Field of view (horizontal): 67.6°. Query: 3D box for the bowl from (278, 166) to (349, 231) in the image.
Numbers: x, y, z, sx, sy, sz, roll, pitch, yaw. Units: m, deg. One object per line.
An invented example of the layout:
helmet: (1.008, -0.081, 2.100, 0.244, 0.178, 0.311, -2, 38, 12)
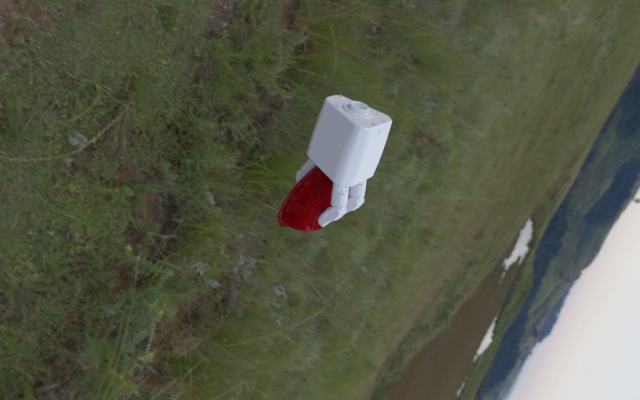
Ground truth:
bowl: (0.000, 0.004, 0.860, 0.055, 0.162, 0.162, 43, 16, 18)
